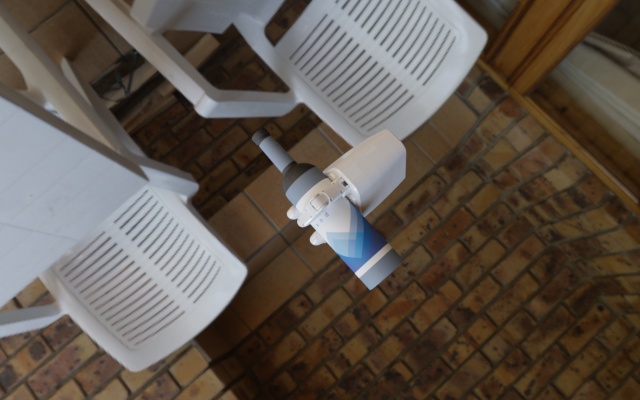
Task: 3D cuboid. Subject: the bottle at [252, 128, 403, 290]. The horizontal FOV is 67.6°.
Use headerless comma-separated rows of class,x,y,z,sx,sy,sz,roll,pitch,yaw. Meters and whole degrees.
bottle,0.000,0.003,0.726,0.069,0.295,0.069,-41,-9,-8
